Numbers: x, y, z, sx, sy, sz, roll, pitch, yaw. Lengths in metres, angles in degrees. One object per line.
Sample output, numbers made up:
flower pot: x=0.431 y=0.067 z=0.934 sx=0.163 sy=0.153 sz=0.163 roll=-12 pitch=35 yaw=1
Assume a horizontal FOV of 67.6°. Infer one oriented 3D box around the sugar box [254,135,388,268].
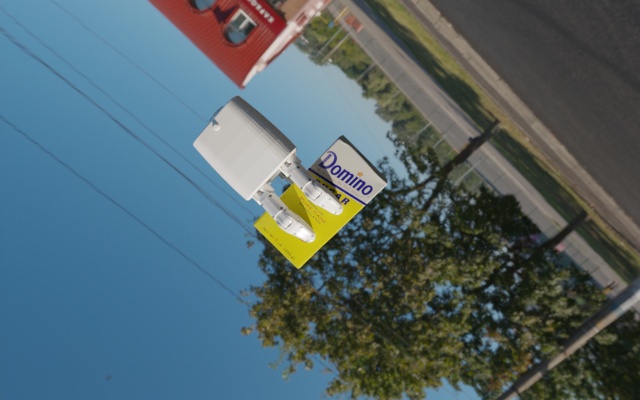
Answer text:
sugar box: x=0.000 y=0.002 z=0.671 sx=0.176 sy=0.093 sz=0.048 roll=-45 pitch=3 yaw=15
